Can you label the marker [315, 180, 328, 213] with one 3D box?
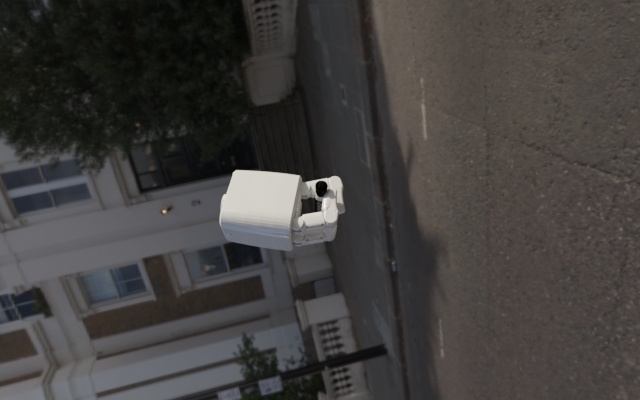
[{"bbox_3d":[0.000,0.002,0.752,0.020,0.020,0.121,0,-26,-1],"label":"marker"}]
